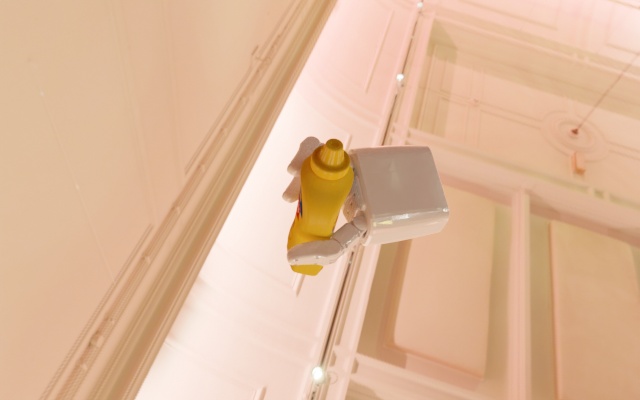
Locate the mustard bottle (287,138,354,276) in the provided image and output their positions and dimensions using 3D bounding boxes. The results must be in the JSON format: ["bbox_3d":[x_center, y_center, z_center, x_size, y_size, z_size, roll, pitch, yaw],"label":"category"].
[{"bbox_3d":[0.000,0.002,0.550,0.058,0.096,0.192,13,-39,-2],"label":"mustard bottle"}]
